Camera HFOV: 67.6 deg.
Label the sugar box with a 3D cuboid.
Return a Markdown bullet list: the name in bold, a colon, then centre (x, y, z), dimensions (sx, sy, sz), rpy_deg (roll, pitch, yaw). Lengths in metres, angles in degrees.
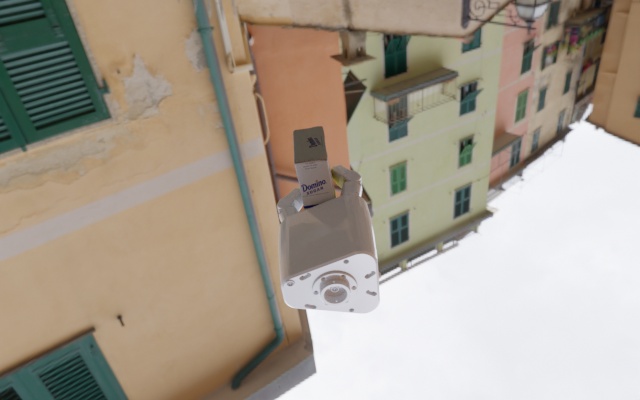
- **sugar box**: centre (0.001, 0.002, 0.627), dimensions (0.048, 0.176, 0.093), rpy_deg (-7, 33, 1)
